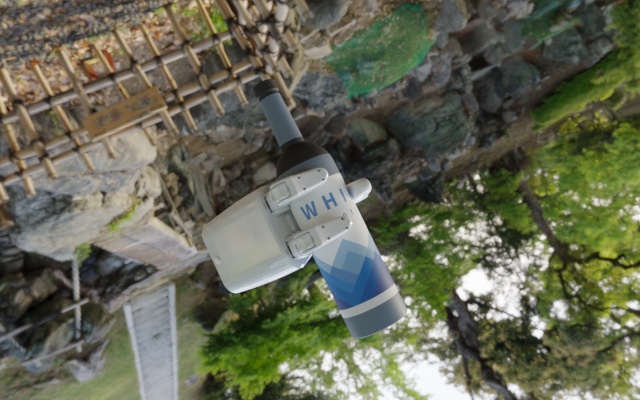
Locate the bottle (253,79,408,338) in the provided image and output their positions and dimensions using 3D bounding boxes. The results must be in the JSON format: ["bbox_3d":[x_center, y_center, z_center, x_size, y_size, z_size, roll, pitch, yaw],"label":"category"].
[{"bbox_3d":[0.000,0.002,0.527,0.069,0.295,0.069,-26,-4,-2],"label":"bottle"}]
